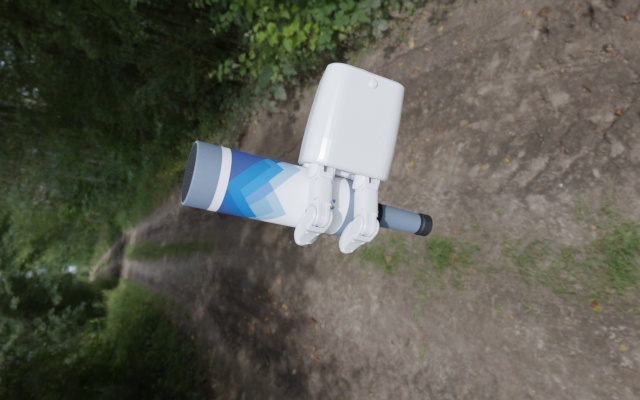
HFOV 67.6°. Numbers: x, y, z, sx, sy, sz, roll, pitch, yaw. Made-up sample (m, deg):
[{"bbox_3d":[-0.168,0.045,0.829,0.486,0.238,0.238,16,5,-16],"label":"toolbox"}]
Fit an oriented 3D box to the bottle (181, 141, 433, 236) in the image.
[{"bbox_3d":[0.000,0.002,0.537,0.296,0.069,0.069,13,-5,-23],"label":"bottle"}]
